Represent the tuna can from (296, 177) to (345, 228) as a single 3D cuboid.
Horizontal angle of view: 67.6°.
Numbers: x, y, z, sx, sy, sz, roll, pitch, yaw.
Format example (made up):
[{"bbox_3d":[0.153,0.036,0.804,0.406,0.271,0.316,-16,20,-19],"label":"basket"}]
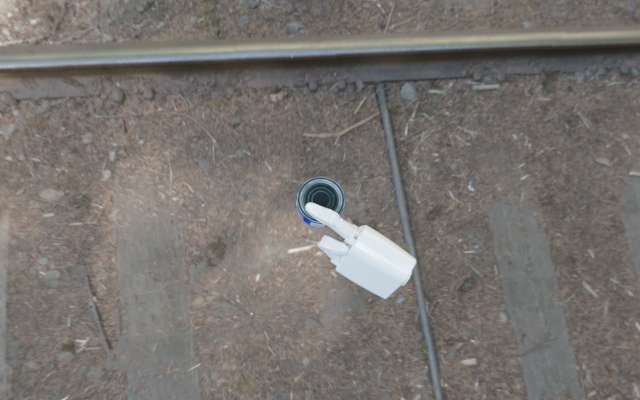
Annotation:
[{"bbox_3d":[0.000,0.003,0.832,0.086,0.086,0.034,0,-16,-3],"label":"tuna can"}]
